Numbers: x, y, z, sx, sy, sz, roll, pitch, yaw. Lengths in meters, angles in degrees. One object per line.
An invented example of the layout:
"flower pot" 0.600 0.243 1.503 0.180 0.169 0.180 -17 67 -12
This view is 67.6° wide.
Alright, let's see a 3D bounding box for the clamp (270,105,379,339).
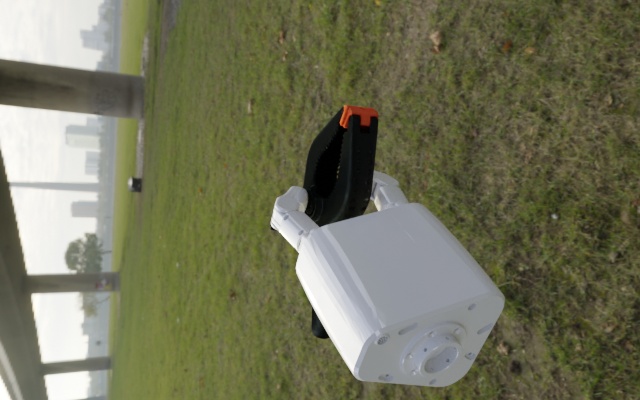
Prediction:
"clamp" 0.000 0.001 0.457 0.036 0.210 0.164 0 32 -28
